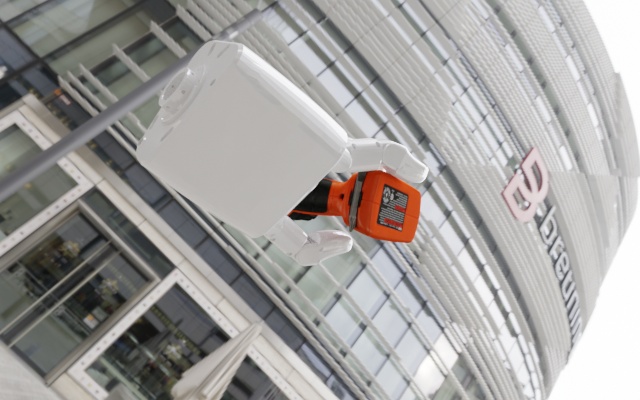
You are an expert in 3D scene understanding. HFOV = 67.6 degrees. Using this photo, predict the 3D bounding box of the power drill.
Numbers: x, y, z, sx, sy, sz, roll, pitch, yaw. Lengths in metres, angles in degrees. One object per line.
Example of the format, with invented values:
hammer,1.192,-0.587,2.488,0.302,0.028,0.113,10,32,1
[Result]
power drill,0.000,0.002,0.482,0.187,0.057,0.184,6,-5,34
